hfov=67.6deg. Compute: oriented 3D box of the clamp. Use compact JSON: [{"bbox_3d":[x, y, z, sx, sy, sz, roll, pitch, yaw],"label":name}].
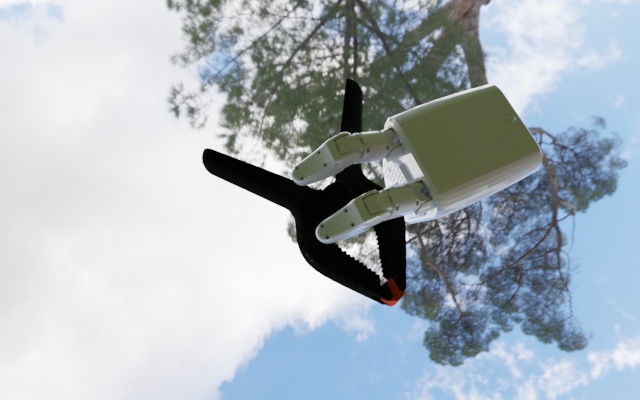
[{"bbox_3d":[0.001,0.002,0.418,0.164,0.210,0.036,-22,-20,-8],"label":"clamp"}]
